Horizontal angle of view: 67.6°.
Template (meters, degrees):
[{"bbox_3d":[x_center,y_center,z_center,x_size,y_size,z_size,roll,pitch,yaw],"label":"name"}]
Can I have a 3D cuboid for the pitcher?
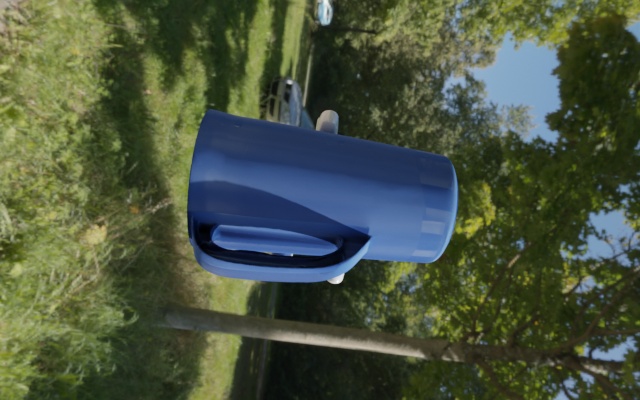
[{"bbox_3d":[0.000,0.001,0.458,0.243,0.149,0.145,7,-3,-3],"label":"pitcher"}]
